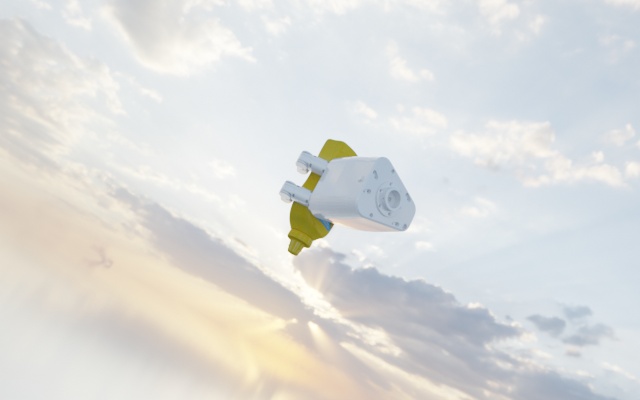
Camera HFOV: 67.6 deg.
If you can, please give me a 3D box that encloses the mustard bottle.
[{"bbox_3d":[0.000,0.002,0.770,0.058,0.191,0.096,16,-21,33],"label":"mustard bottle"}]
